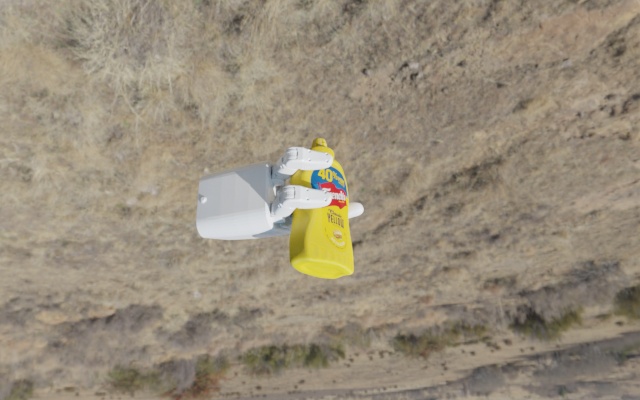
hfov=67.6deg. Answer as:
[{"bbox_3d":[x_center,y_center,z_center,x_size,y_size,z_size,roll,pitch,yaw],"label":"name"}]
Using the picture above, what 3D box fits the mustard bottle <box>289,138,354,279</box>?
[{"bbox_3d":[0.000,0.002,0.638,0.058,0.191,0.096,-22,-32,36],"label":"mustard bottle"}]
